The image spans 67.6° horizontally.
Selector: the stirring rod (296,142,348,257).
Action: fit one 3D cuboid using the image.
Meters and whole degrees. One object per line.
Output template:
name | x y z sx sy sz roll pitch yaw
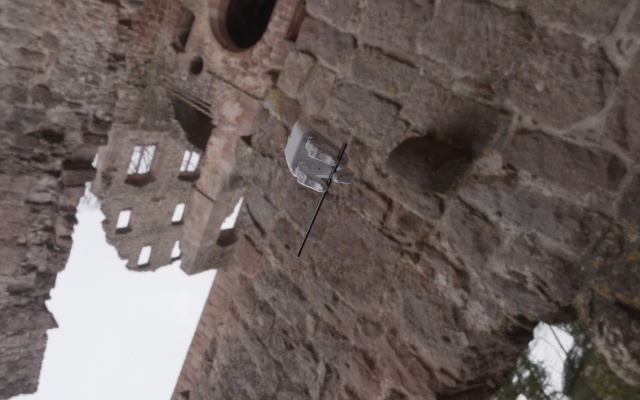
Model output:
stirring rod | 0.000 0.003 0.889 0.011 0.239 0.011 21 19 -7
